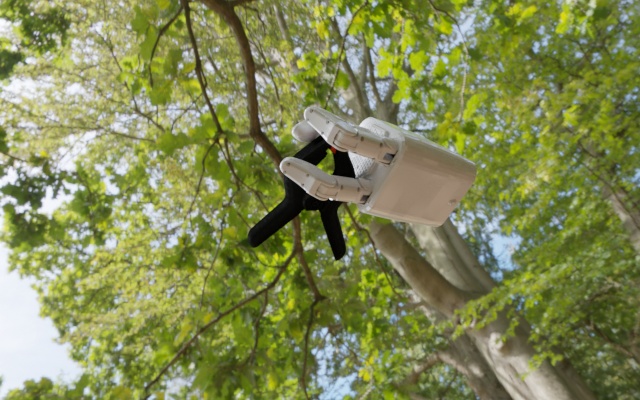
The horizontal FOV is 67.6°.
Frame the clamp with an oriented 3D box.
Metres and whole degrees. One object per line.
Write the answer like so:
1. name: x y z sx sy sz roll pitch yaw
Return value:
1. clamp: 0.000 0.001 0.545 0.120 0.171 0.039 15 33 -24
